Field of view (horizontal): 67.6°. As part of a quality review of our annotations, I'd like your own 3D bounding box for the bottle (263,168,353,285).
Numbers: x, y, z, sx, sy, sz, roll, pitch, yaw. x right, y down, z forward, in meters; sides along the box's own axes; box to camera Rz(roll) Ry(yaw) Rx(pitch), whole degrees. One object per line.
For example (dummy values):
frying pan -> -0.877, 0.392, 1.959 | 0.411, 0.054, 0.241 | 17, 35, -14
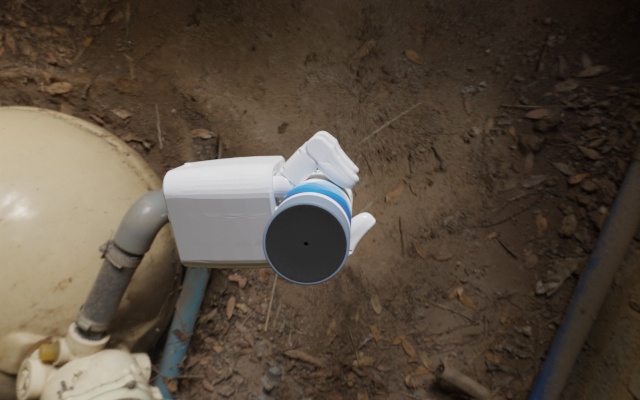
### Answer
bottle -> 0.000, 0.002, 0.501 | 0.069, 0.069, 0.295 | 0, 12, 4
